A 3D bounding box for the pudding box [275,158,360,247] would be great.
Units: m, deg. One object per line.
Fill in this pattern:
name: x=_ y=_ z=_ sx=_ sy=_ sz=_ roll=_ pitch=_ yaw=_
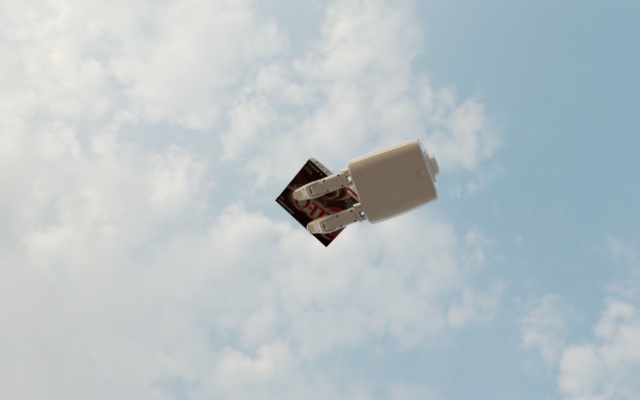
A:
pudding box: x=0.000 y=0.002 z=0.744 sx=0.113 sy=0.090 sz=0.039 roll=43 pitch=19 yaw=5
